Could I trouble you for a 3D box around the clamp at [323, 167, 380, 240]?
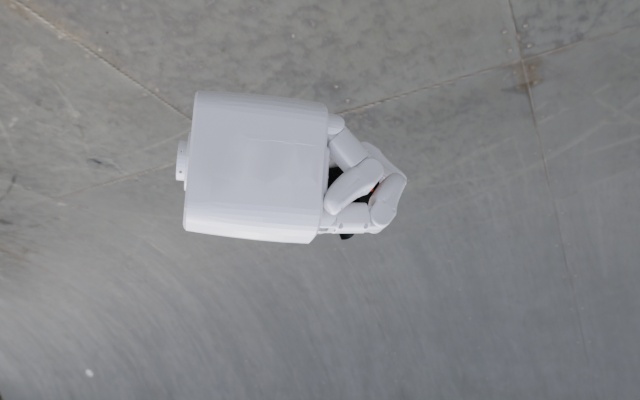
[{"bbox_3d":[0.000,0.002,0.493,0.120,0.039,0.171,5,-23,-13],"label":"clamp"}]
